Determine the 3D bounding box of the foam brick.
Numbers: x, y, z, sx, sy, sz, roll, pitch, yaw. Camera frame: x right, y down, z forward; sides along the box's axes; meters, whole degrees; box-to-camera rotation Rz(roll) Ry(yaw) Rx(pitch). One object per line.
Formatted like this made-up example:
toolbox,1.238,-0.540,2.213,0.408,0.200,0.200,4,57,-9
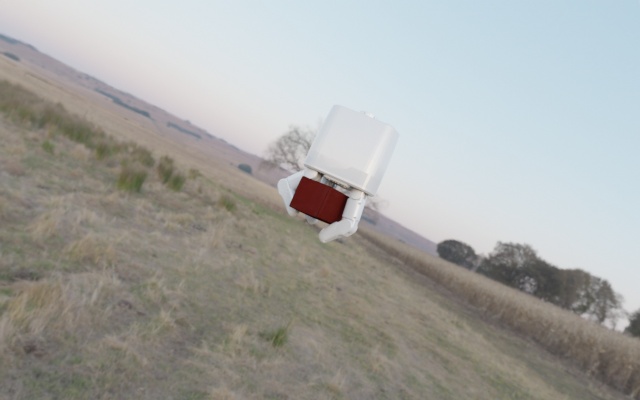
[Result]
foam brick,0.000,0.002,0.716,0.053,0.051,0.078,24,-1,29
